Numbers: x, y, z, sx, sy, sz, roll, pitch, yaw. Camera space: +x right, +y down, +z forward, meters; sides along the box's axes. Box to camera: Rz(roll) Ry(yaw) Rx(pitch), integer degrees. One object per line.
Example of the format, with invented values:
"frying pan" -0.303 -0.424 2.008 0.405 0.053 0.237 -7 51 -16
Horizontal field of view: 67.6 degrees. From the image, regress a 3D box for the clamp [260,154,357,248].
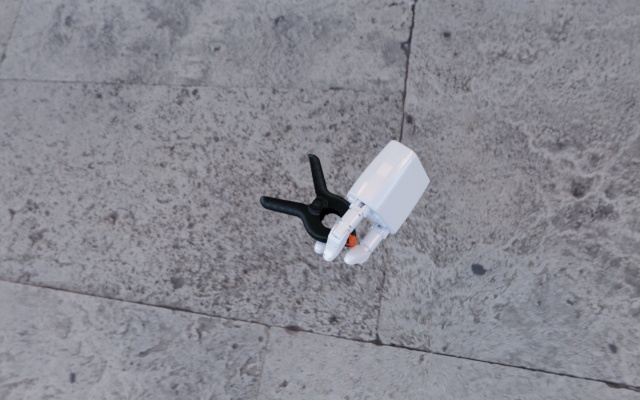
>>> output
"clamp" 0.000 0.002 0.751 0.171 0.120 0.039 35 -8 20
